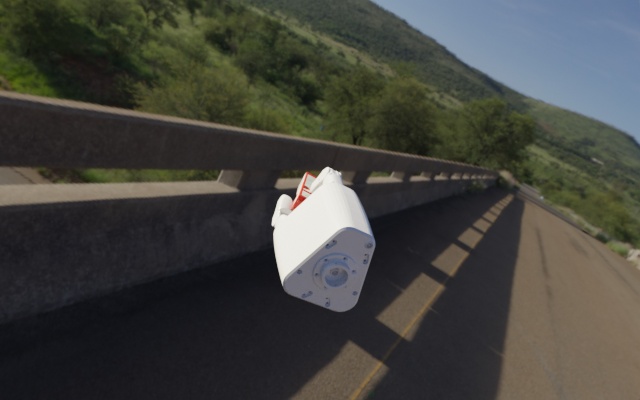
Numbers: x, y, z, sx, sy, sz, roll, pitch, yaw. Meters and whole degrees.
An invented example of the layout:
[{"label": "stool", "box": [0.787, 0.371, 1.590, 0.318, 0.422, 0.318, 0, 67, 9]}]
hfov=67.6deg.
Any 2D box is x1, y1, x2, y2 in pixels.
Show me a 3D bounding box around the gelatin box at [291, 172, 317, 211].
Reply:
[{"label": "gelatin box", "box": [0.000, 0.002, 0.694, 0.073, 0.030, 0.089, 28, 24, -7]}]
